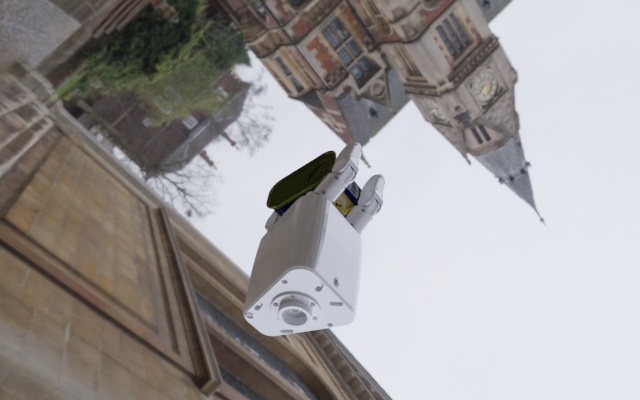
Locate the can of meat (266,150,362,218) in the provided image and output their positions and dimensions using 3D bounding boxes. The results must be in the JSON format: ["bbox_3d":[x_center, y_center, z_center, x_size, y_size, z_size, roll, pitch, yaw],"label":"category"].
[{"bbox_3d":[0.000,0.002,0.583,0.102,0.084,0.057,-30,28,22],"label":"can of meat"}]
